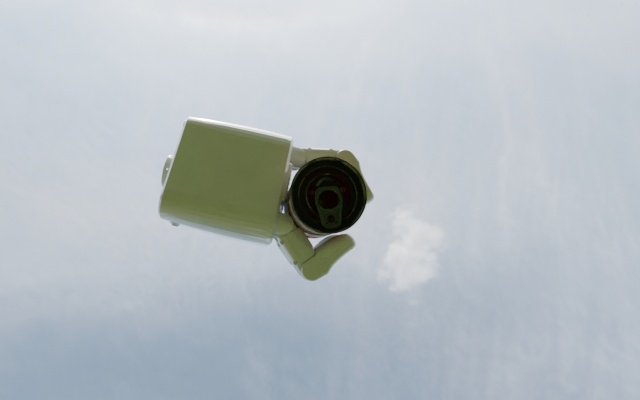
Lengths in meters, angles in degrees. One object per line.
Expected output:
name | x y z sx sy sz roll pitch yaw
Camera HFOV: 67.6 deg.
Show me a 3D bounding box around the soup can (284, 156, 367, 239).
soup can | 0.001 0.002 0.461 0.068 0.068 0.102 0 -7 -8
